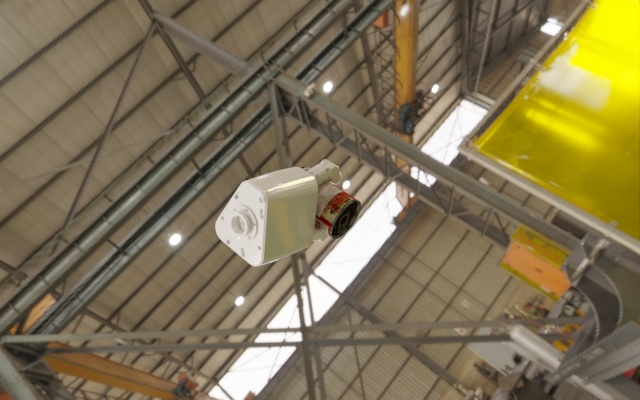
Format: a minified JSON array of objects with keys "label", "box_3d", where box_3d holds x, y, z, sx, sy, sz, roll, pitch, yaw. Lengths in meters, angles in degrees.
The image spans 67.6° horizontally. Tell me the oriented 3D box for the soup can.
[{"label":"soup can","box_3d":[0.000,0.002,0.717,0.102,0.068,0.068,35,16,24]}]
